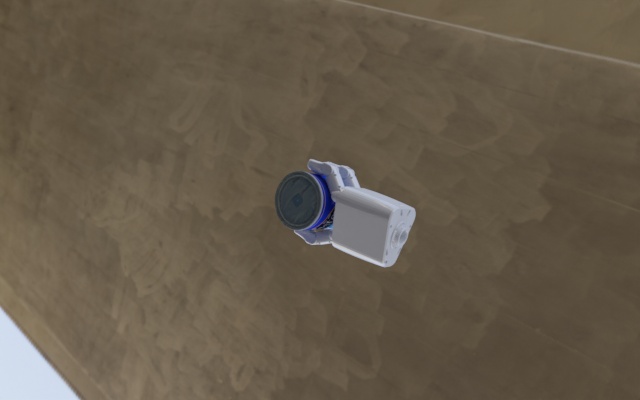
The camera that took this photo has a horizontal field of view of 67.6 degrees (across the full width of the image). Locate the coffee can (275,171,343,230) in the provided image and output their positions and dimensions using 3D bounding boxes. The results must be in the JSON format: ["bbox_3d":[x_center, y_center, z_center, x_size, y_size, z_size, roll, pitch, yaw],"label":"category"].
[{"bbox_3d":[0.000,0.003,0.877,0.103,0.103,0.140,0,-2,36],"label":"coffee can"}]
